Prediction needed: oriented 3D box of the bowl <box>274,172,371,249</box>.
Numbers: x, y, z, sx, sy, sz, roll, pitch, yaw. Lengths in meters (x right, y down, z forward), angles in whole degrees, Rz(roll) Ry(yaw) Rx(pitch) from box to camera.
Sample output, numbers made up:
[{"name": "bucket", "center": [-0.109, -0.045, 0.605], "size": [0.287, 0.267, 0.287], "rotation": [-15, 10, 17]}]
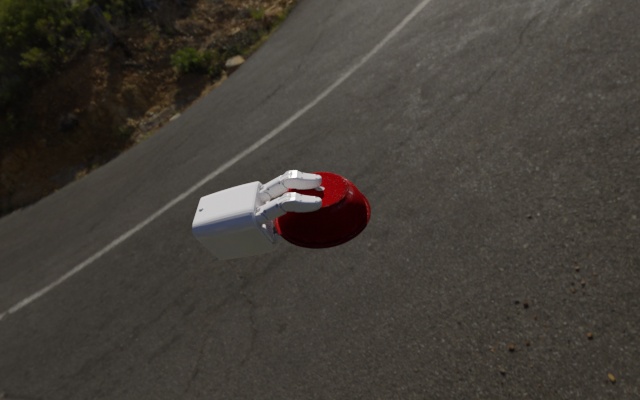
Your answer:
[{"name": "bowl", "center": [0.001, 0.002, 0.774], "size": [0.162, 0.055, 0.162], "rotation": [-5, 40, 4]}]
